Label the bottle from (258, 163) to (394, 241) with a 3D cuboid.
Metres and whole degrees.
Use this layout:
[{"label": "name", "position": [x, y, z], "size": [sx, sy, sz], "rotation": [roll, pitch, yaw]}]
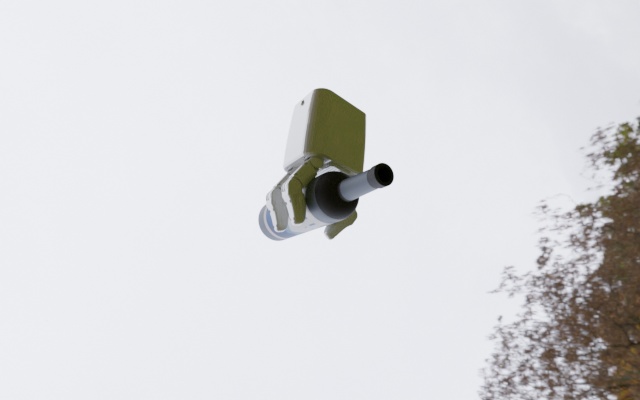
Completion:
[{"label": "bottle", "position": [0.000, 0.002, 0.657], "size": [0.069, 0.069, 0.296], "rotation": [0, -12, -30]}]
